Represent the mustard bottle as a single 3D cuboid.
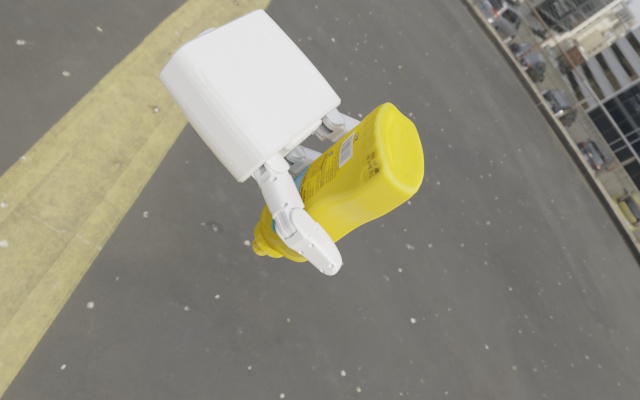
[{"bbox_3d":[0.000,0.001,0.420,0.058,0.096,0.192,35,-50,-24],"label":"mustard bottle"}]
